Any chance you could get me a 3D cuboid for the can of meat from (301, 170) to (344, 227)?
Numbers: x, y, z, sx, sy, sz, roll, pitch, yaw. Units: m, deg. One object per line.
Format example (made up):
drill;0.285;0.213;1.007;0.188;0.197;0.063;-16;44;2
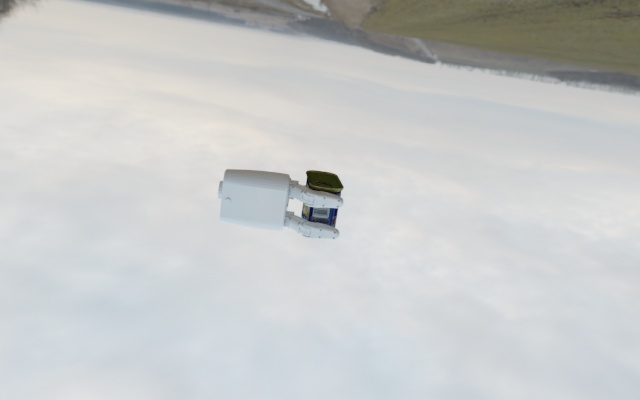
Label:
can of meat;0.000;0.003;0.814;0.057;0.084;0.102;6;18;-9
